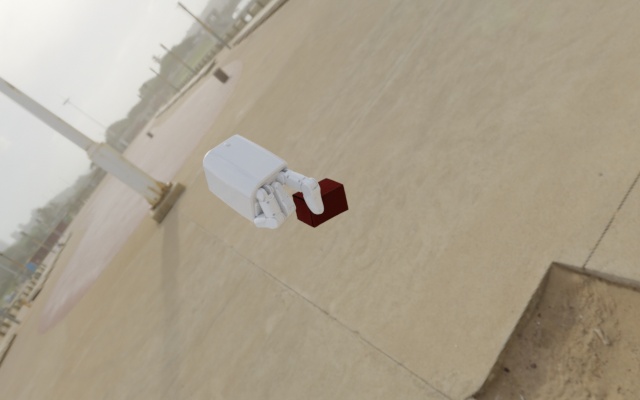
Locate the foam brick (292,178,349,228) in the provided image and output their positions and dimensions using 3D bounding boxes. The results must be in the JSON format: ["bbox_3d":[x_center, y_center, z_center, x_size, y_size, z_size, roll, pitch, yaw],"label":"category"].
[{"bbox_3d":[0.000,0.003,0.827,0.078,0.053,0.051,-26,29,-28],"label":"foam brick"}]
